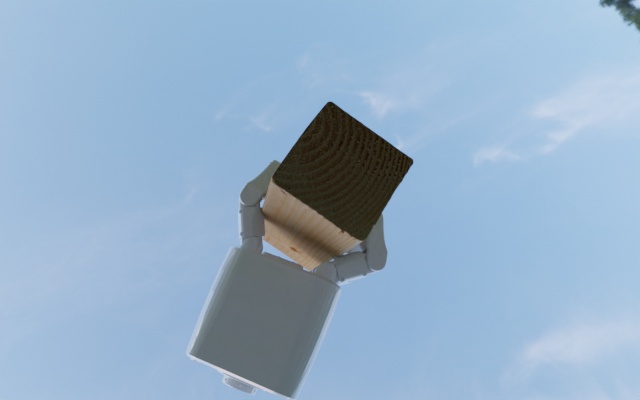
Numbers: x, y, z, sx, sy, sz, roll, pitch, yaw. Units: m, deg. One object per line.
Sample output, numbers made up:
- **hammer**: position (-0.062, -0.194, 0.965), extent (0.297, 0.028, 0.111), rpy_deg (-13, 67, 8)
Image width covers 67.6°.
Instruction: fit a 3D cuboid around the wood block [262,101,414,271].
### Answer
- **wood block**: position (0.000, 0.002, 0.481), extent (0.091, 0.090, 0.206), rpy_deg (35, -19, -1)
